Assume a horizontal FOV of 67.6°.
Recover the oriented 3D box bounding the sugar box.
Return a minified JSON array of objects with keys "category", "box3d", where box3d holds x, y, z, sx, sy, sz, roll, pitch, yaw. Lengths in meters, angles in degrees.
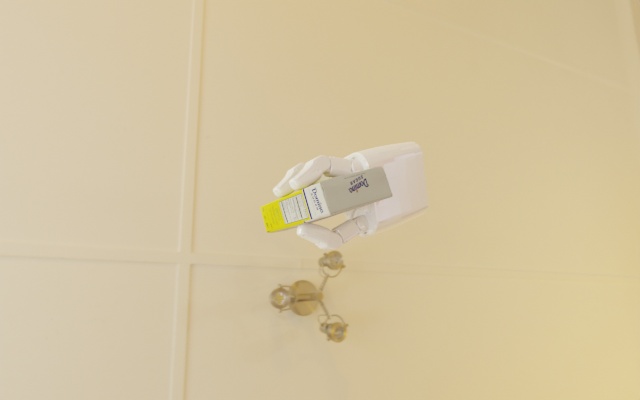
[{"category":"sugar box","box3d":[0.000,0.001,0.609,0.093,0.048,0.176,-16,-4,-32]}]
